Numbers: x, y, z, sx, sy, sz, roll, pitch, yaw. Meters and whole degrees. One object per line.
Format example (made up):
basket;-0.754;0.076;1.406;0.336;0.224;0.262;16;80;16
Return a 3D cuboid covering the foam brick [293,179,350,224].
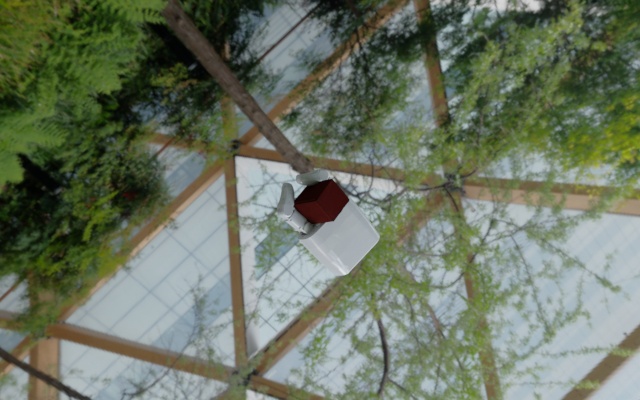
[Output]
foam brick;0.000;0.003;0.812;0.053;0.051;0.078;-51;21;-27
